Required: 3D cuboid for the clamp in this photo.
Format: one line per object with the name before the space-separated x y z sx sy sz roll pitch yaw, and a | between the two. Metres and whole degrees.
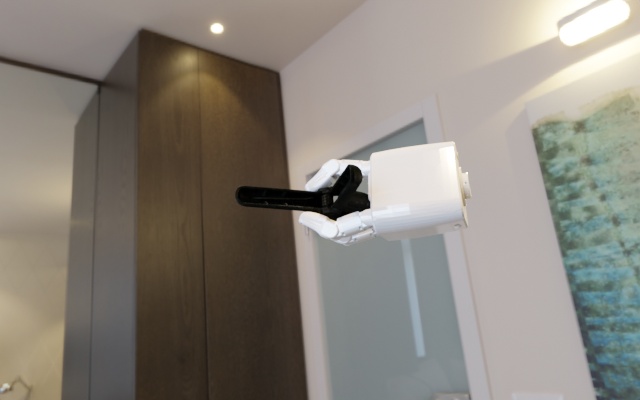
clamp | 0.000 0.001 0.632 0.164 0.036 0.210 -7 -15 19
